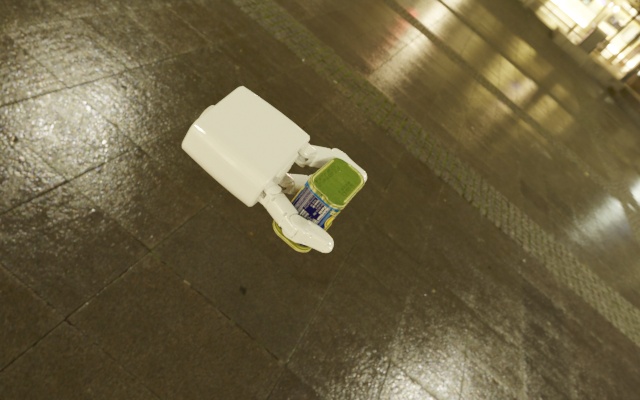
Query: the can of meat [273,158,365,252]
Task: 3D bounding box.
[{"bbox_3d":[0.000,0.002,0.582,0.084,0.057,0.102,-51,-3,34],"label":"can of meat"}]
